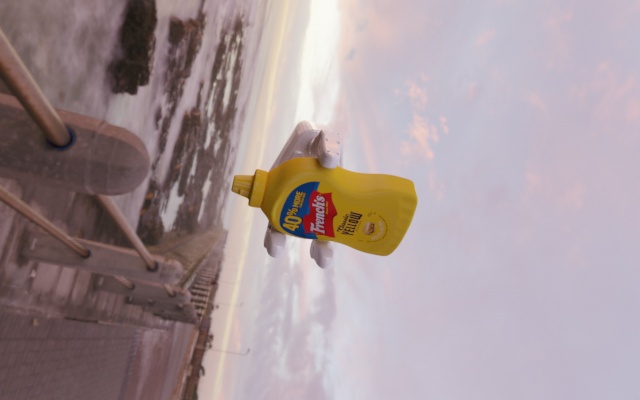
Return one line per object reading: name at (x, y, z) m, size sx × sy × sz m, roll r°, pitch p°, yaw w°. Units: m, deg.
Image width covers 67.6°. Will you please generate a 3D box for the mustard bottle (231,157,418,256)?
mustard bottle at (0.000, 0.002, 0.516) m, size 0.191 × 0.096 × 0.058 m, roll 13°, pitch 40°, yaw -10°
